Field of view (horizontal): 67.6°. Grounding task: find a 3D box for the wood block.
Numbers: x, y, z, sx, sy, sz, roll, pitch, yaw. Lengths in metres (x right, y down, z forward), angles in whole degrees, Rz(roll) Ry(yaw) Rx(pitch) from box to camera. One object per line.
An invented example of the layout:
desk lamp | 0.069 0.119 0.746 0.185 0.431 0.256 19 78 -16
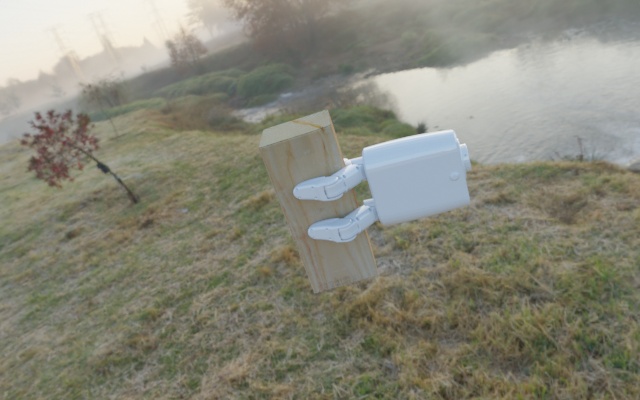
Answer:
wood block | 0.000 0.002 0.615 0.090 0.206 0.090 -17 22 5
